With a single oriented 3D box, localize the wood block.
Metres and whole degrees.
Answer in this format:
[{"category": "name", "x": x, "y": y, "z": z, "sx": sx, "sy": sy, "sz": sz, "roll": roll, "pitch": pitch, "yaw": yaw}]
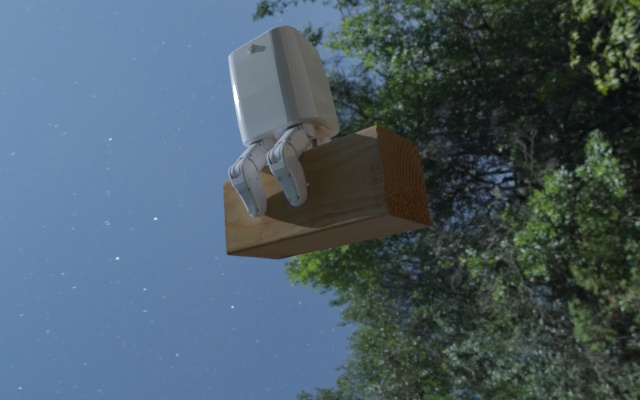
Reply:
[{"category": "wood block", "x": 0.000, "y": 0.001, "z": 0.514, "sx": 0.206, "sy": 0.090, "sz": 0.091, "roll": -16, "pitch": -17, "yaw": 35}]
